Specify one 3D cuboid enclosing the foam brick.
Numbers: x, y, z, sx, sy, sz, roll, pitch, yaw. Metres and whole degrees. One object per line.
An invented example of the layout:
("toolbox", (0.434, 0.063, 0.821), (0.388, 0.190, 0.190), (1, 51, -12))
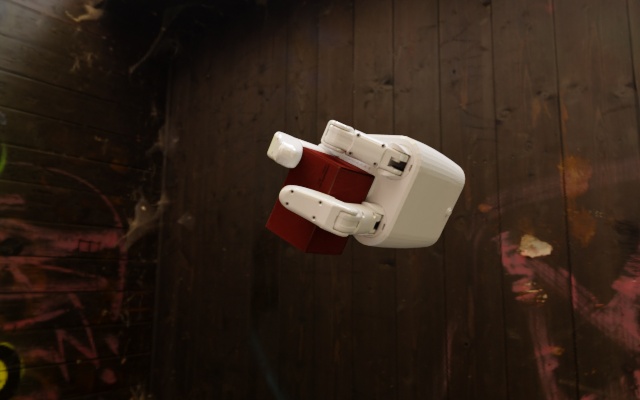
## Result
("foam brick", (0.000, 0.002, 0.408), (0.053, 0.078, 0.051), (31, 12, 38))
